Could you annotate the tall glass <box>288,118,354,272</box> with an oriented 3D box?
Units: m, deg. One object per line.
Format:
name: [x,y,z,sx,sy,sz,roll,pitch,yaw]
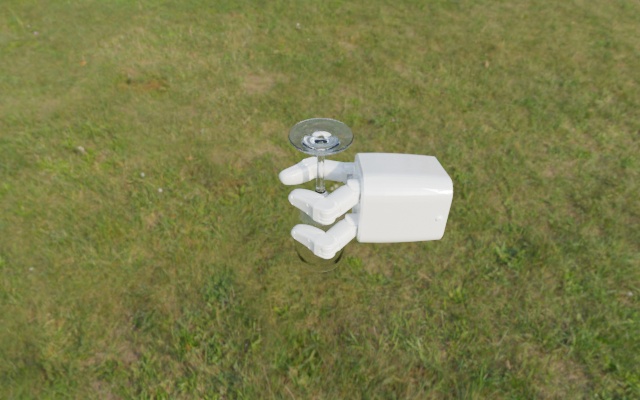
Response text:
tall glass: [0.000,0.001,0.603,0.079,0.201,0.079,1,41,0]
